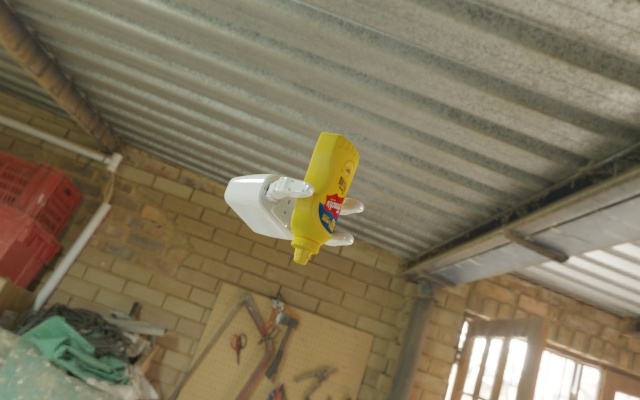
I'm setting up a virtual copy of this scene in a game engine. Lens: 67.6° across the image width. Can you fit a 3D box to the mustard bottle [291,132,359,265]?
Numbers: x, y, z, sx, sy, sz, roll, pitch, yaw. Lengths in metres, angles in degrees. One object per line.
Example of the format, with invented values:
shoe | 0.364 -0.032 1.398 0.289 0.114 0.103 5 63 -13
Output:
mustard bottle | 0.000 0.002 0.709 0.058 0.191 0.096 13 -17 24
